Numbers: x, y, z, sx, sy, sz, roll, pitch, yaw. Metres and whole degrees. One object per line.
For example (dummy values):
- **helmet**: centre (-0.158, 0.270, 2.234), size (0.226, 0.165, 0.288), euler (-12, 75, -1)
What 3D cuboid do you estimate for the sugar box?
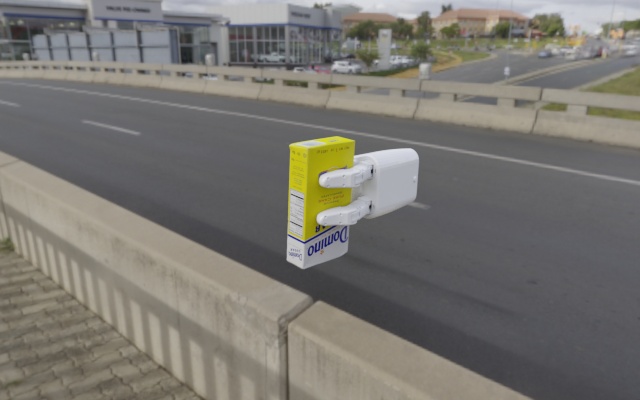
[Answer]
- **sugar box**: centre (0.001, 0.002, 0.683), size (0.093, 0.176, 0.048), euler (-15, 23, -40)
